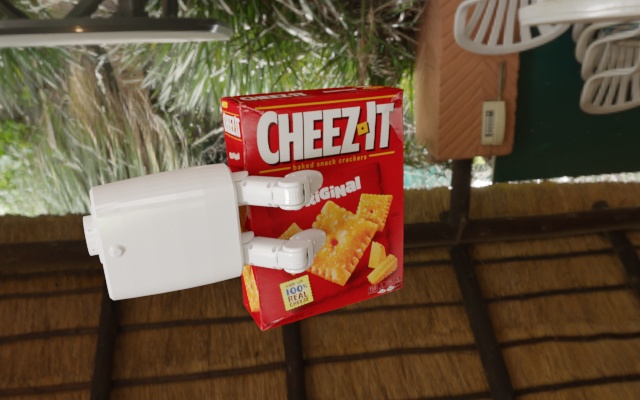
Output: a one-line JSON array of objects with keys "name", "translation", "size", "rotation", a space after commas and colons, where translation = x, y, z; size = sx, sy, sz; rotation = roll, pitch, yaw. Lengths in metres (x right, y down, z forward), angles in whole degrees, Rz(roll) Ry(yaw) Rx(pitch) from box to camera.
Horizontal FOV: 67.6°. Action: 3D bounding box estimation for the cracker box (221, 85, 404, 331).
[{"name": "cracker box", "translation": [0.000, 0.002, 0.471], "size": [0.164, 0.214, 0.072], "rotation": [-11, 19, -23]}]
